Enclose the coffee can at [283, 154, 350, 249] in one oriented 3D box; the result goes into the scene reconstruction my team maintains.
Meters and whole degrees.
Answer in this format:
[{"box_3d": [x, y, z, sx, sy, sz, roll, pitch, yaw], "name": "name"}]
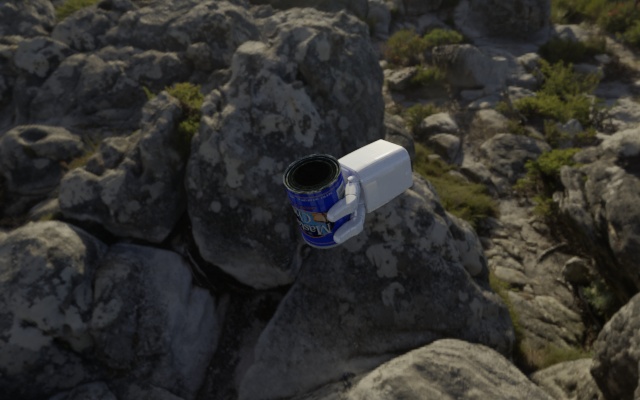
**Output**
[{"box_3d": [0.000, 0.003, 0.858, 0.103, 0.140, 0.102, -9, 42, 9], "name": "coffee can"}]
